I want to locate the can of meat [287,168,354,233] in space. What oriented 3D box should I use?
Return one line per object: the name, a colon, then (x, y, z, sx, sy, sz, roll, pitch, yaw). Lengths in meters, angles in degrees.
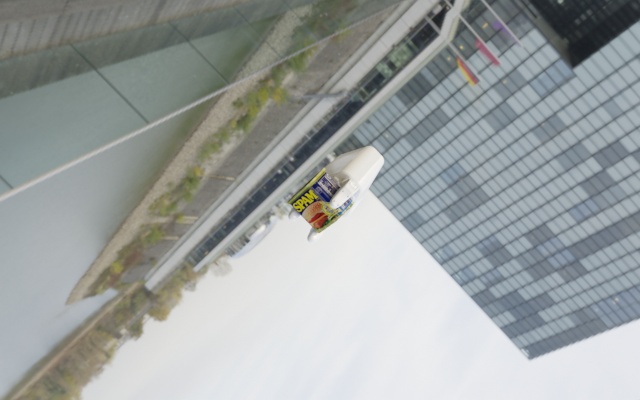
can of meat: (0.000, 0.003, 0.870, 0.102, 0.084, 0.057, -38, 7, 48)
